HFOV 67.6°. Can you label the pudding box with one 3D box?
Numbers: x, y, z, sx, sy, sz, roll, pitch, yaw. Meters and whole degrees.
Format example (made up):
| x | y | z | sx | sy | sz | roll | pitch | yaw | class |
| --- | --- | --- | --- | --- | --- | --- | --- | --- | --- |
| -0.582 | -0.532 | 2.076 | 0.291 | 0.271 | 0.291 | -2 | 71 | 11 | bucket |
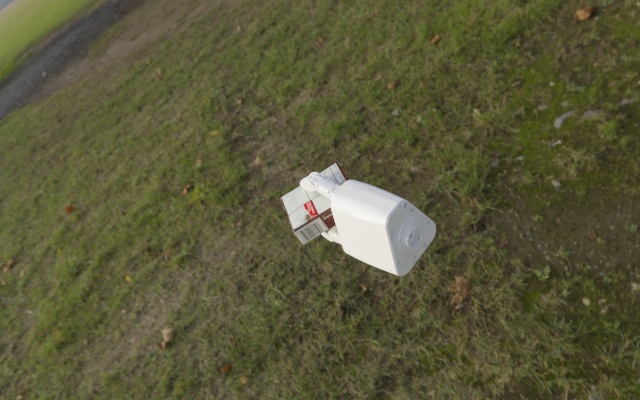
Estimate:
| x | y | z | sx | sy | sz | roll | pitch | yaw | class |
| --- | --- | --- | --- | --- | --- | --- | --- | --- | --- |
| 0.000 | 0.002 | 0.745 | 0.113 | 0.039 | 0.090 | -31 | 40 | 5 | pudding box |
